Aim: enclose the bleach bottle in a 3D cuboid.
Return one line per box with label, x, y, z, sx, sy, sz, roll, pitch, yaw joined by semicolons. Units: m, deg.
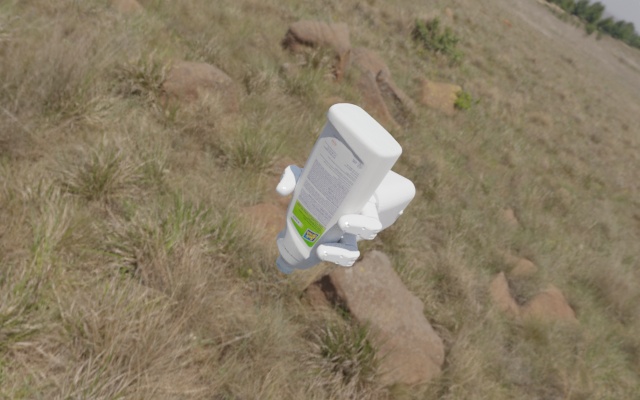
bleach bottle;0.000;0.002;0.635;0.102;0.251;0.068;48;35;21
